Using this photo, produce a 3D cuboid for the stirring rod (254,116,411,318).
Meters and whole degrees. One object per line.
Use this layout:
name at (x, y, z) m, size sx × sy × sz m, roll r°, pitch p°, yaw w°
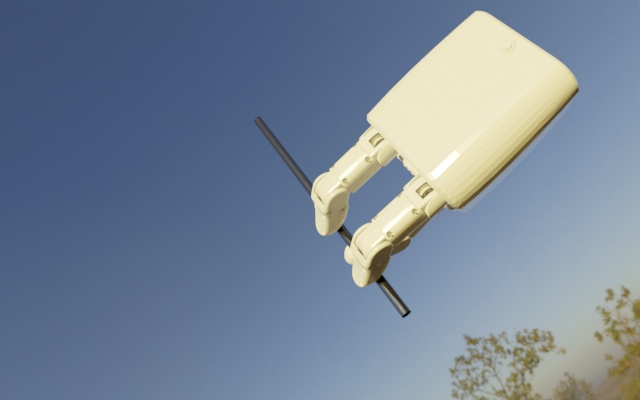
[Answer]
stirring rod at (0.000, 0.001, 0.408) m, size 0.011 × 0.011 × 0.239 m, roll 0°, pitch 42°, yaw -45°
